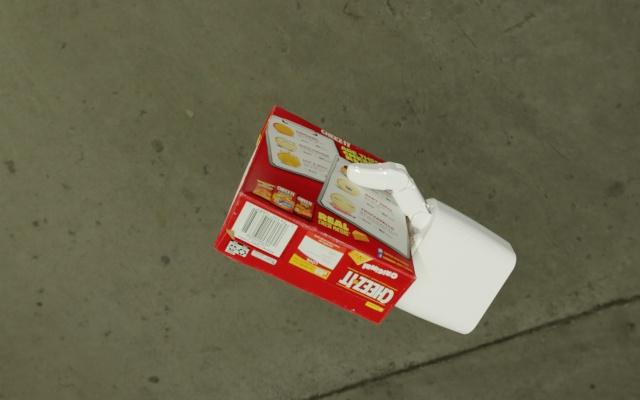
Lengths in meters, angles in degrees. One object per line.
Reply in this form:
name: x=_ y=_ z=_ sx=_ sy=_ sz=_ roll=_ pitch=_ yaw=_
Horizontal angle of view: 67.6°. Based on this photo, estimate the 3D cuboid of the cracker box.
cracker box: x=0.000 y=0.002 z=0.482 sx=0.164 sy=0.072 sz=0.213 roll=26 pitch=27 yaw=-11
